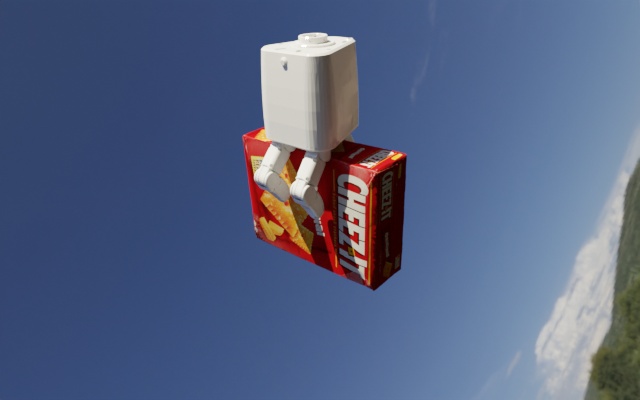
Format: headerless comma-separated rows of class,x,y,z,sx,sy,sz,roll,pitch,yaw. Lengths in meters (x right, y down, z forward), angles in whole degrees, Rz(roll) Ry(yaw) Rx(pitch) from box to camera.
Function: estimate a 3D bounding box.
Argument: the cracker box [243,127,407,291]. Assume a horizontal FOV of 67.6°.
cracker box,0.000,0.002,0.623,0.213,0.164,0.072,19,35,36
